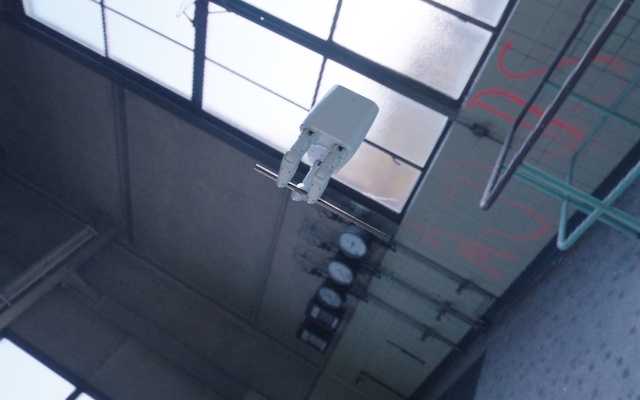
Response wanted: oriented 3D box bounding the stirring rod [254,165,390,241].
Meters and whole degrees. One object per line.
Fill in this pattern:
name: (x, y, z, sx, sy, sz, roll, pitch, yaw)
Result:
stirring rod: (0.000, 0.002, 0.746, 0.239, 0.011, 0.011, 29, 5, 10)
